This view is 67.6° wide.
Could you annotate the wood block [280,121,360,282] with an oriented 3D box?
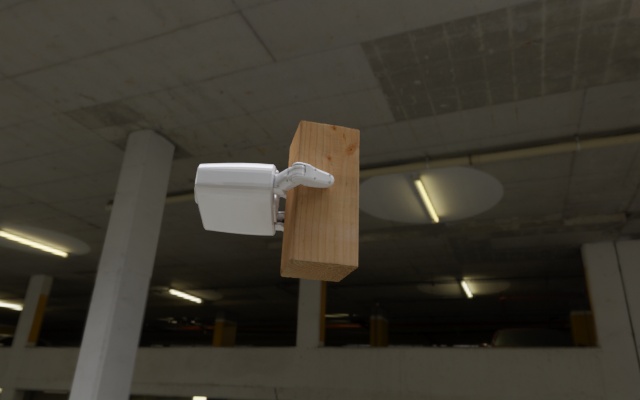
[{"bbox_3d":[0.000,0.002,0.683,0.090,0.206,0.091,8,-23,-12],"label":"wood block"}]
